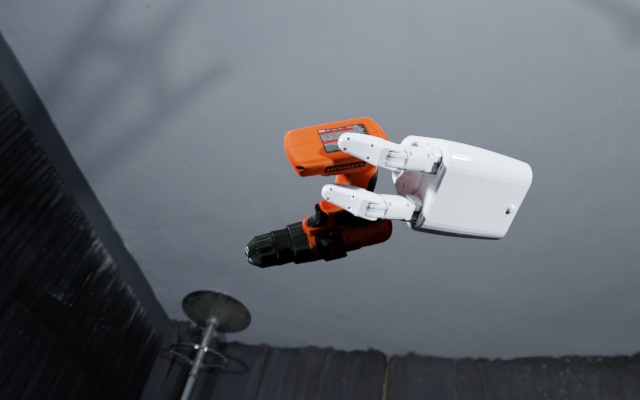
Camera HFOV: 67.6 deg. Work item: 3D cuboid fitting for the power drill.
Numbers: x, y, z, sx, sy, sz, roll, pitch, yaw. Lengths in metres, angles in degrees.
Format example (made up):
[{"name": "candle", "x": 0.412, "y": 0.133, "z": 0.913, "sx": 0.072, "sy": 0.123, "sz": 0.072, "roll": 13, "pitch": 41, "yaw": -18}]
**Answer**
[{"name": "power drill", "x": 0.000, "y": 0.001, "z": 0.536, "sx": 0.184, "sy": 0.057, "sz": 0.188, "roll": -13, "pitch": -38, "yaw": -12}]
